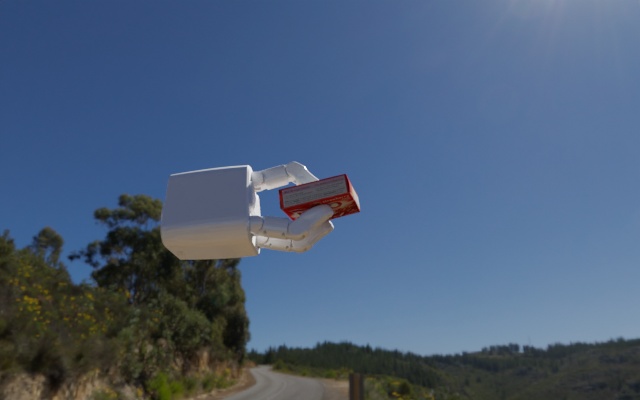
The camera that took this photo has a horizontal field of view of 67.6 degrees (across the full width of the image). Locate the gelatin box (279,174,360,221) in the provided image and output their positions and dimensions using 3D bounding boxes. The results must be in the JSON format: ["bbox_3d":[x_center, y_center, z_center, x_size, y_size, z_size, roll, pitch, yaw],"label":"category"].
[{"bbox_3d":[0.000,0.001,0.606,0.089,0.030,0.073,-14,-23,10],"label":"gelatin box"}]
